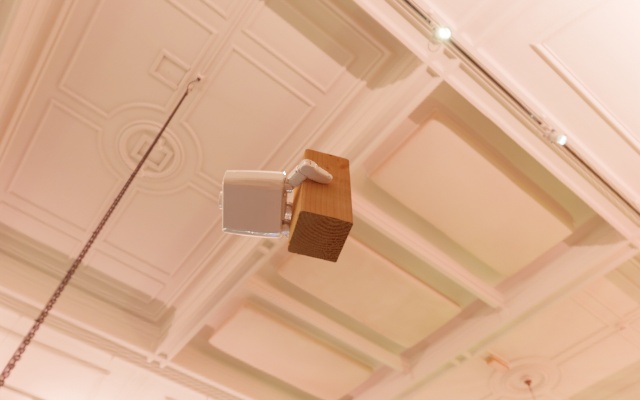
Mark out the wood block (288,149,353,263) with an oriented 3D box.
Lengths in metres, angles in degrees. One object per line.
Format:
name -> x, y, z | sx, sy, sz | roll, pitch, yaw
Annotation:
wood block -> 0.000, 0.002, 0.859 | 0.090, 0.091, 0.206 | 14, 34, -9
